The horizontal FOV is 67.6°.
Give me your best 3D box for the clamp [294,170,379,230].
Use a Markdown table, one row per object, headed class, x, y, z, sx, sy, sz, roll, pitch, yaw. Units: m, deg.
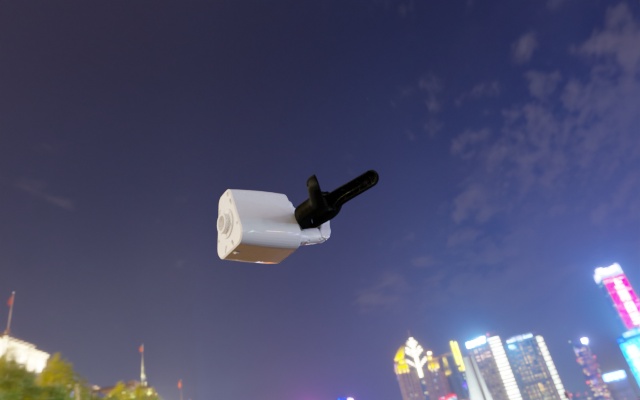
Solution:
| class | x | y | z | sx | sy | sz | roll | pitch | yaw |
| --- | --- | --- | --- | --- | --- | --- | --- | --- | --- |
| clamp | 0.000 | 0.002 | 0.746 | 0.120 | 0.039 | 0.171 | 5 | -34 | -35 |
